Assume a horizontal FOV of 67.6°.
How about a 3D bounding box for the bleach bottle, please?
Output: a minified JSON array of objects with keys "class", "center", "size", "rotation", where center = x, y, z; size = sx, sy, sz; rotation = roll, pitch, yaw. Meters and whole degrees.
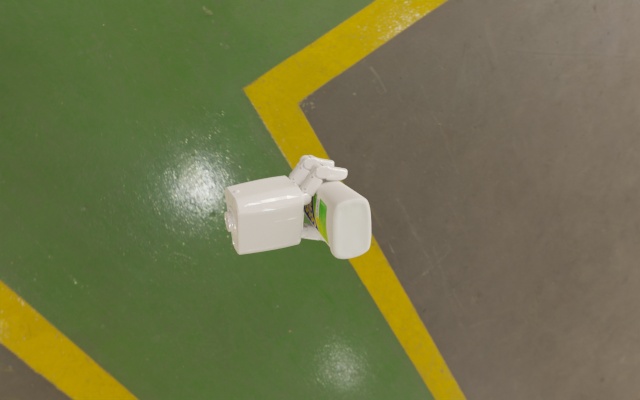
[{"class":"bleach bottle","center":[0.000,0.003,0.826],"size":[0.068,0.103,0.250],"rotation":[-10,23,-21]}]
